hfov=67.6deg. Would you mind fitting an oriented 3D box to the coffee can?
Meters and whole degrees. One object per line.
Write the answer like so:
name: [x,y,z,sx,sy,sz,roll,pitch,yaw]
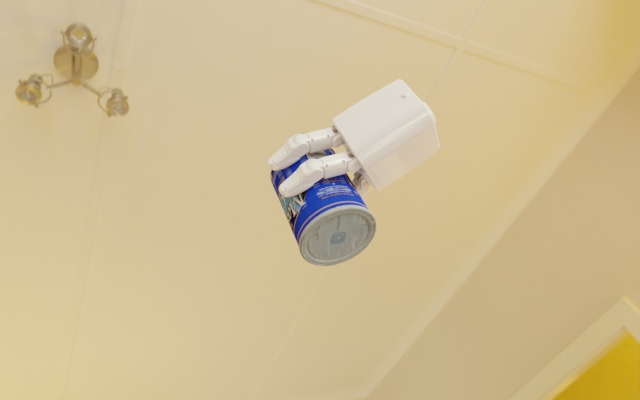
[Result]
coffee can: [0.000,0.002,0.641,0.103,0.103,0.140,0,41,-26]
